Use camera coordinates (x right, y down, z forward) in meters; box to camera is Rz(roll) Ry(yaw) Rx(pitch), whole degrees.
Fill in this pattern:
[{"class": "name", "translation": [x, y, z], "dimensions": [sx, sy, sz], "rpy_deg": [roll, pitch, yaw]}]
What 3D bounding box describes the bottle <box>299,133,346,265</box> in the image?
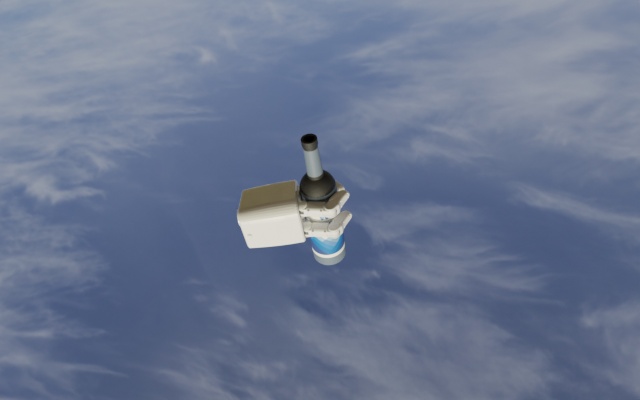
[{"class": "bottle", "translation": [0.000, 0.003, 0.874], "dimensions": [0.069, 0.069, 0.296], "rpy_deg": [0, -44, 10]}]
